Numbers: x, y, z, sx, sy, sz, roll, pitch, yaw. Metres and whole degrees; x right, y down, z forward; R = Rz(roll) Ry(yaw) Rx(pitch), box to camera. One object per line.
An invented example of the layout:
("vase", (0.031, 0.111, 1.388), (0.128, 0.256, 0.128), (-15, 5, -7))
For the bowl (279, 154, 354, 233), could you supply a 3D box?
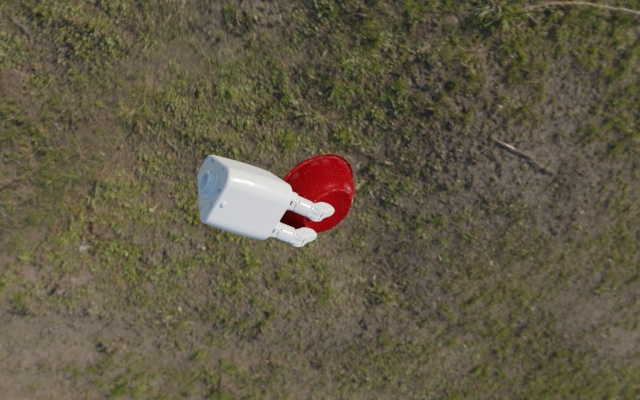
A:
("bowl", (0.001, 0.003, 0.809), (0.162, 0.162, 0.055), (0, 37, -39))
